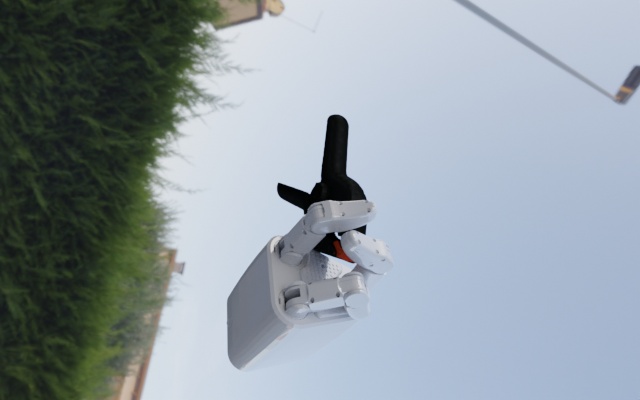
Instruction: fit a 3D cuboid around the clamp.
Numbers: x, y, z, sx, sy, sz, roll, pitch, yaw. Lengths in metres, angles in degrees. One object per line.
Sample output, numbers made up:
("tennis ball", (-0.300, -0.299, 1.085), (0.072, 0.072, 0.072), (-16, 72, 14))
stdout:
("clamp", (0.001, 0.002, 0.496), (0.039, 0.171, 0.120), (18, -49, -28))
